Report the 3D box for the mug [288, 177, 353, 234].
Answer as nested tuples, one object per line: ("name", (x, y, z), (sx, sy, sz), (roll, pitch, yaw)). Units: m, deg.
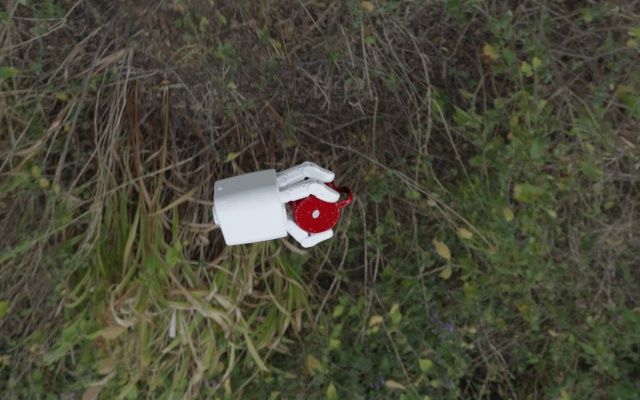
("mug", (0.002, 0.003, 0.849), (0.117, 0.093, 0.081), (-12, 32, -4))
